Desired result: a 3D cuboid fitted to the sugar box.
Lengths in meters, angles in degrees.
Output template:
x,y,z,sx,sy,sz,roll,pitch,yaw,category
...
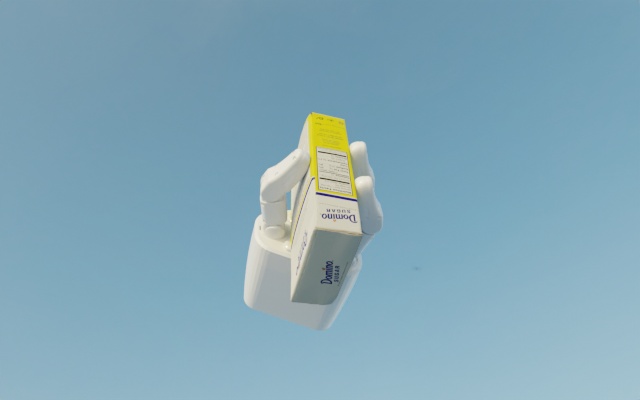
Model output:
x,y,z,sx,sy,sz,roll,pitch,yaw,category
0.001,0.002,0.454,0.048,0.093,0.176,8,40,-13,sugar box
